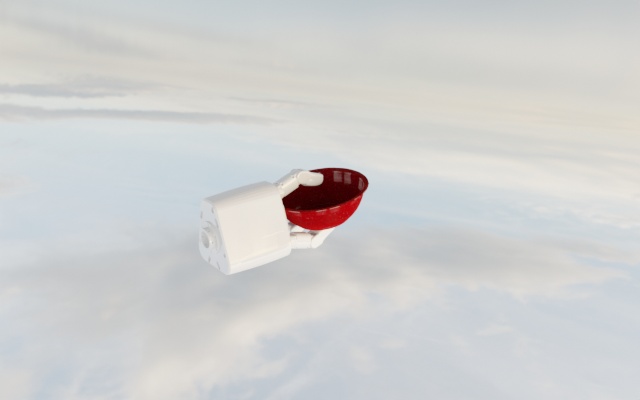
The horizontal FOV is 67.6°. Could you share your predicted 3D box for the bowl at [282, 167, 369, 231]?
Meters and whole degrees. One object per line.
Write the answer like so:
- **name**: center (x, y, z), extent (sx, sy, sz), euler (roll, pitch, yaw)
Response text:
- **bowl**: center (0.001, 0.002, 0.773), extent (0.162, 0.055, 0.162), euler (-8, 26, 4)
